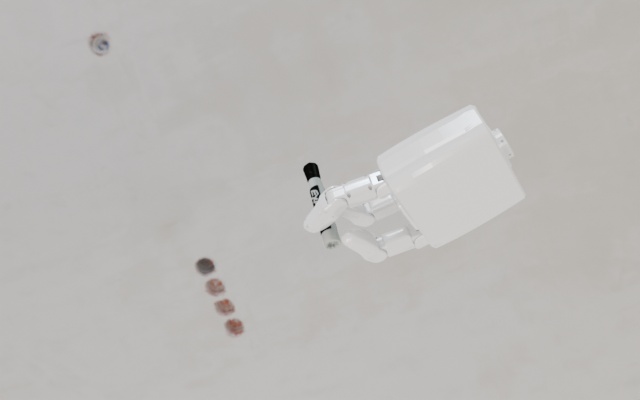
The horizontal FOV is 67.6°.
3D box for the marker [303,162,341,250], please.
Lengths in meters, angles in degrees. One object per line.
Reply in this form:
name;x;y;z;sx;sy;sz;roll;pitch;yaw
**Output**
marker;0.000;0.002;0.536;0.020;0.121;0.020;-9;-40;-8
